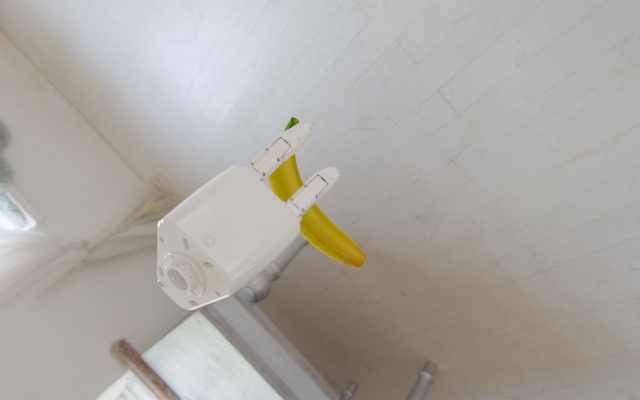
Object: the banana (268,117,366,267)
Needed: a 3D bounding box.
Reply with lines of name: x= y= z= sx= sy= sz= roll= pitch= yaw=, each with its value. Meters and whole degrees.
banana: x=-0.015 y=0.003 z=0.575 sx=0.069 sy=0.198 sz=0.037 roll=-17 pitch=17 yaw=39
